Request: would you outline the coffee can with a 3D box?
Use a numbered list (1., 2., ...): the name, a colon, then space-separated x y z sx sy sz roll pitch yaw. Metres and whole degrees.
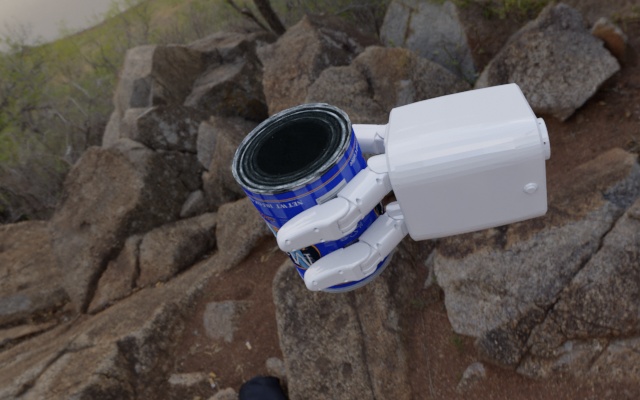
1. coffee can: 0.000 0.001 0.423 0.103 0.102 0.140 0 -41 27
